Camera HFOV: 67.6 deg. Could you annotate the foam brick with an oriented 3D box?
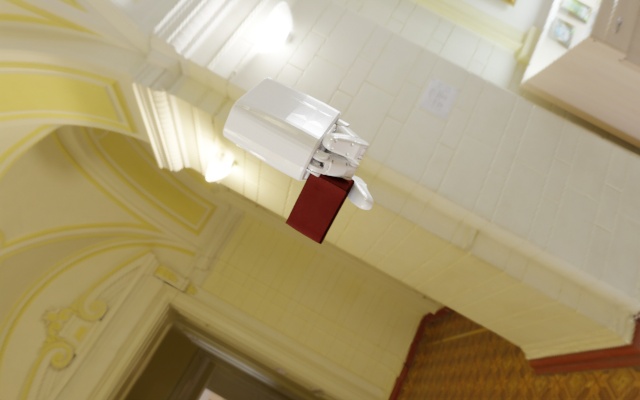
[{"bbox_3d":[0.000,0.002,0.587,0.051,0.078,0.053,28,21,2],"label":"foam brick"}]
